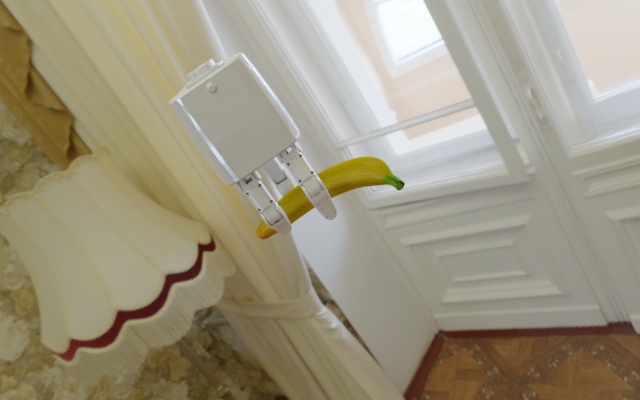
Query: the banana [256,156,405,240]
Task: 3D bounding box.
[{"bbox_3d":[0.005,-0.010,0.586,0.198,0.037,0.069,-23,29,22],"label":"banana"}]
